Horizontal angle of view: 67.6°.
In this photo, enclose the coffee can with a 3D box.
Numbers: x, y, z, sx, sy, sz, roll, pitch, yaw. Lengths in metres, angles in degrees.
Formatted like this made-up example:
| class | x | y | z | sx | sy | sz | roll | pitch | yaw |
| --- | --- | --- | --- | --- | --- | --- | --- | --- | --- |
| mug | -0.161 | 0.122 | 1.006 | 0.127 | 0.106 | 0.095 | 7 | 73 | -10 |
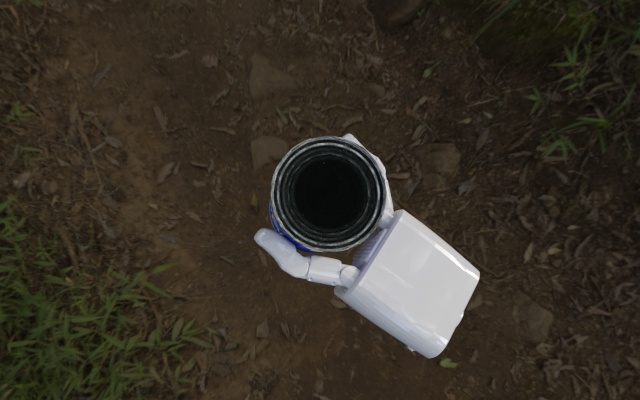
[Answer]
| class | x | y | z | sx | sy | sz | roll | pitch | yaw |
| --- | --- | --- | --- | --- | --- | --- | --- | --- | --- |
| coffee can | 0.000 | 0.001 | 0.481 | 0.103 | 0.103 | 0.140 | 0 | -6 | -6 |
